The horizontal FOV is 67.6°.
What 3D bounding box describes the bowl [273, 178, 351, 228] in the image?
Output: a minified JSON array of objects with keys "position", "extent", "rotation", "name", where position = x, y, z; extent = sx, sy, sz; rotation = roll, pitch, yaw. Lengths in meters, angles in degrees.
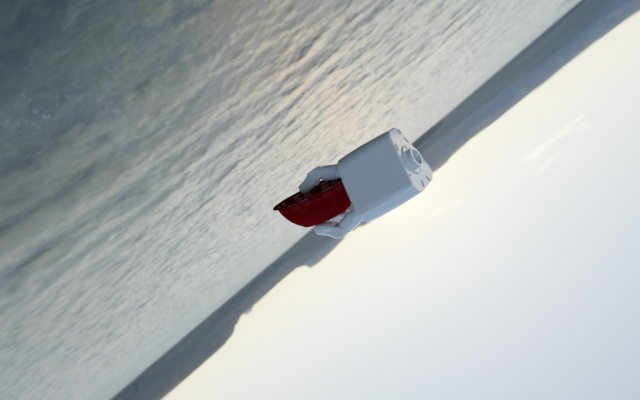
[{"position":[-0.001,0.003,0.836],"extent":[0.162,0.055,0.162],"rotation":[-25,8,4],"name":"bowl"}]
